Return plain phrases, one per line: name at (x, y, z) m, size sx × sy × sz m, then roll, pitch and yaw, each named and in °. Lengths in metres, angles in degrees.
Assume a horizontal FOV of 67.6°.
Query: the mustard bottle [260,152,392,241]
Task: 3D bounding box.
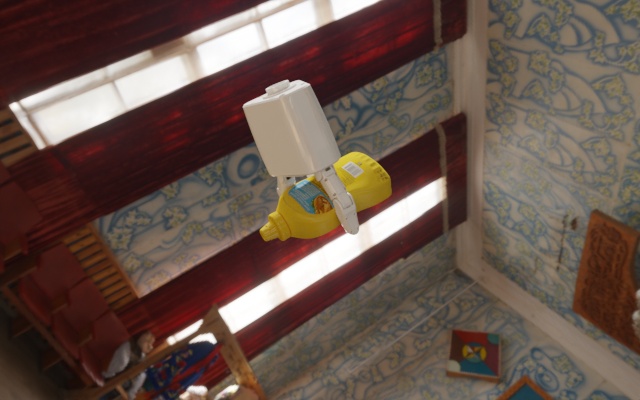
mustard bottle at (0.000, 0.002, 0.677) m, size 0.191 × 0.058 × 0.096 m, roll -30°, pitch 46°, yaw -19°
